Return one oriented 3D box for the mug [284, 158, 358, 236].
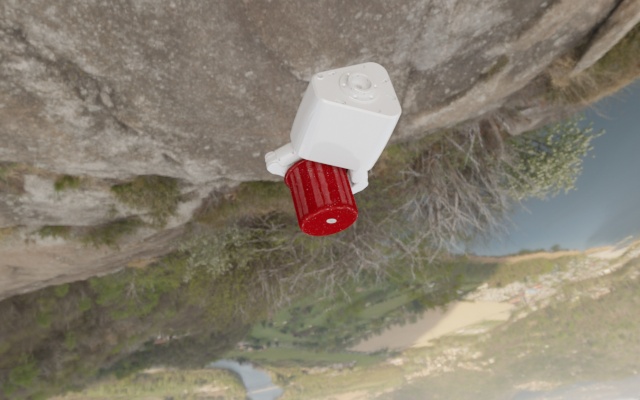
[{"bbox_3d":[0.000,0.003,0.663,0.093,0.081,0.117,-4,-31,-20],"label":"mug"}]
